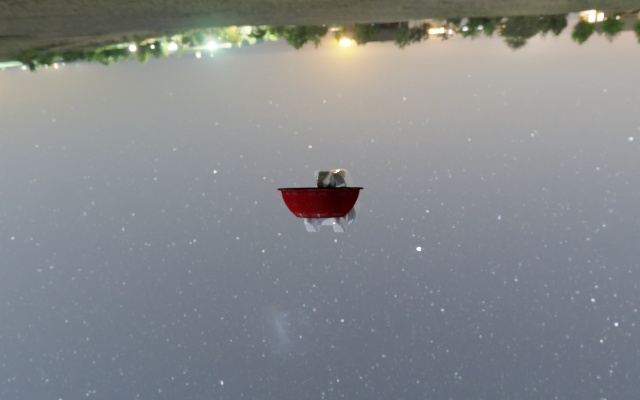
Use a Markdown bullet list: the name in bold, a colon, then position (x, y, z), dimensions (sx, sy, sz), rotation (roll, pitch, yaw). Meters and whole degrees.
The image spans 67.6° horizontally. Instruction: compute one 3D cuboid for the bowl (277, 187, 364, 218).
- **bowl**: position (0.000, 0.003, 0.891), dimensions (0.162, 0.055, 0.162), rotation (-1, 2, 0)
